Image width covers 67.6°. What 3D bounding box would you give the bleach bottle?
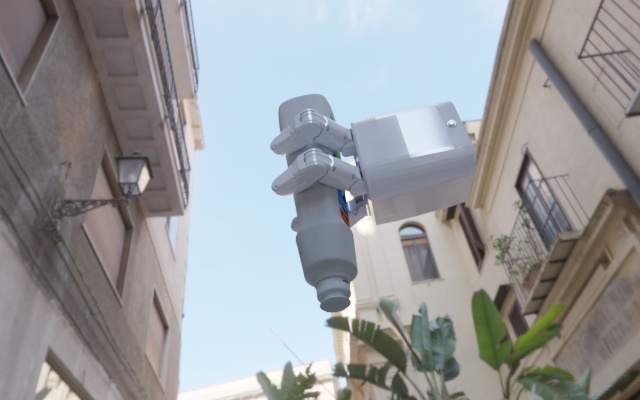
[{"bbox_3d":[0.000,0.002,0.502,0.068,0.250,0.103,-13,-40,5],"label":"bleach bottle"}]
